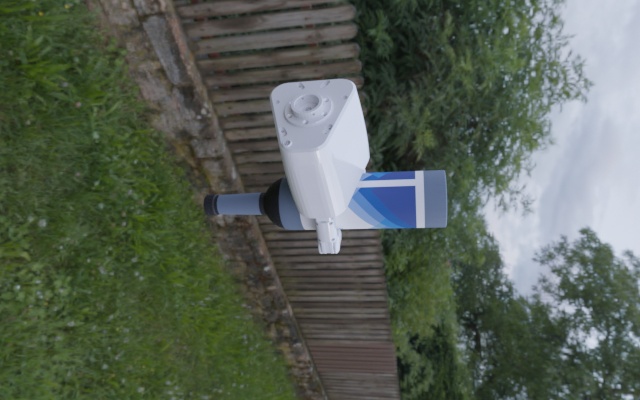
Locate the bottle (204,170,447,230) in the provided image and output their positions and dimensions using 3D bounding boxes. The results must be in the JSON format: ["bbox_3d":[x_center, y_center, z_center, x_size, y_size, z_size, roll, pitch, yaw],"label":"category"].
[{"bbox_3d":[0.000,0.002,0.581,0.296,0.069,0.069,-2,0,12],"label":"bottle"}]
